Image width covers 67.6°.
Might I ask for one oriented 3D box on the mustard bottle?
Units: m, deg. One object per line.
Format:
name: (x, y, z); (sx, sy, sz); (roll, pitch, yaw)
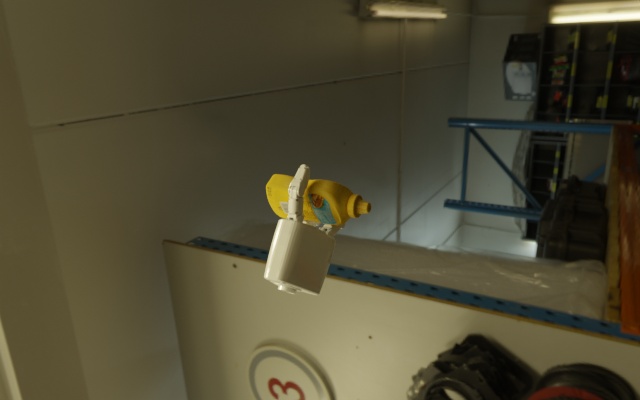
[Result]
mustard bottle: (0.000, 0.002, 0.860); (0.191, 0.058, 0.096); (7, -41, 29)
